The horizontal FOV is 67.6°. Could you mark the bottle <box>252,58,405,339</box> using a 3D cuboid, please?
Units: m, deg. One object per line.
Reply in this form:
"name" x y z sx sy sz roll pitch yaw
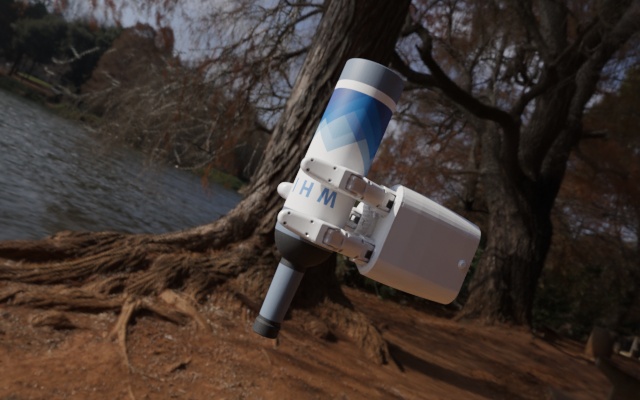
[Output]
"bottle" 0.000 0.001 0.497 0.069 0.295 0.069 23 -3 1
